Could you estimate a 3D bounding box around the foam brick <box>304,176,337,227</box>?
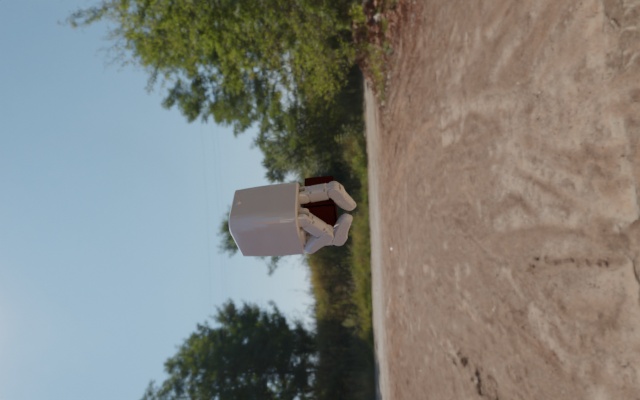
[{"bbox_3d":[0.000,0.003,0.802,0.051,0.053,0.078,-5,39,4],"label":"foam brick"}]
